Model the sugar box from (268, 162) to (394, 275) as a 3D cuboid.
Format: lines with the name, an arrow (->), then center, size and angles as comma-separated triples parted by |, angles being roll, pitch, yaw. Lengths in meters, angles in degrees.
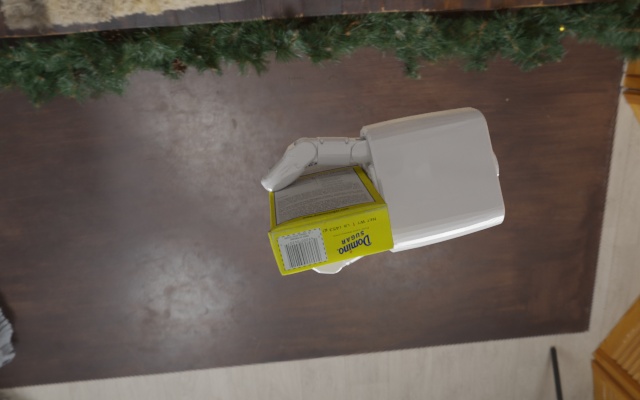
sugar box -> 0.000, 0.002, 0.442 | 0.093, 0.048, 0.176 | -12, 18, -1
